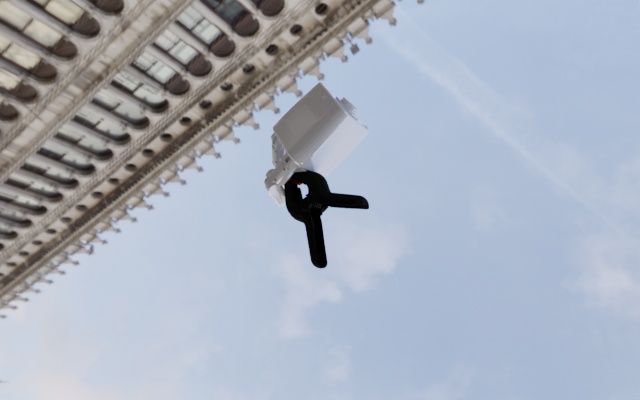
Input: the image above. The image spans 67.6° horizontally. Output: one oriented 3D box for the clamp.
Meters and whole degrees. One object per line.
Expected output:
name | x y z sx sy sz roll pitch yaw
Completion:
clamp | 0.000 0.002 0.707 0.039 0.120 0.171 28 23 -49
